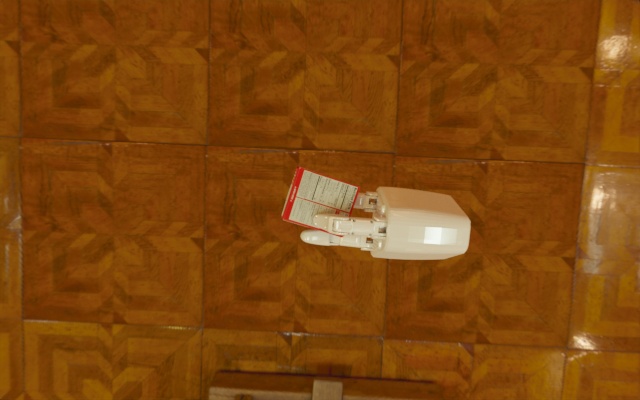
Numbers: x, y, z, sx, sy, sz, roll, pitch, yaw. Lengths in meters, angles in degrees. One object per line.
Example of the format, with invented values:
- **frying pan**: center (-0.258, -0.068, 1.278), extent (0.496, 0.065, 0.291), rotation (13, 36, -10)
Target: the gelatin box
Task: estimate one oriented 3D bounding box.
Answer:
- **gelatin box**: center (0.000, 0.002, 0.642), extent (0.089, 0.073, 0.030), rotation (17, 3, -10)
